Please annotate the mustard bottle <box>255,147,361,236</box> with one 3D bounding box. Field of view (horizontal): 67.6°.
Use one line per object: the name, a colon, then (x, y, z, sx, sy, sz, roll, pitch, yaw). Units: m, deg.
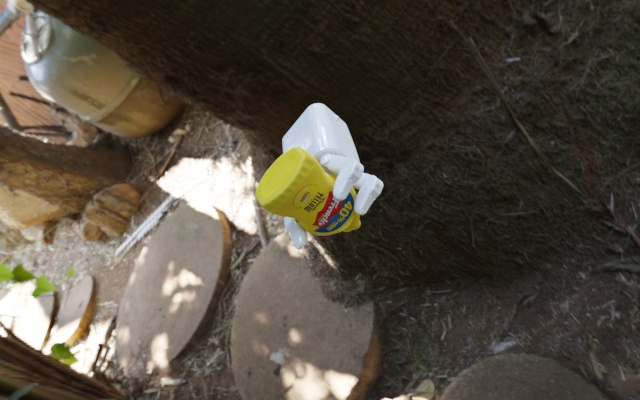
mustard bottle: (0.000, 0.002, 0.710, 0.192, 0.096, 0.058, 32, 11, -44)
